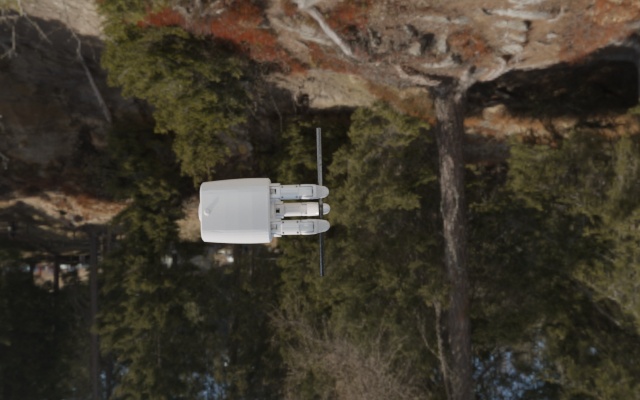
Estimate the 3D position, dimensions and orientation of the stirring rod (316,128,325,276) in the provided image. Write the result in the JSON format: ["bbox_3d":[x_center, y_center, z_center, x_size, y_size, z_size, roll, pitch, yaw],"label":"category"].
[{"bbox_3d":[0.000,0.002,0.777,0.011,0.239,0.011,-2,-1,0],"label":"stirring rod"}]
